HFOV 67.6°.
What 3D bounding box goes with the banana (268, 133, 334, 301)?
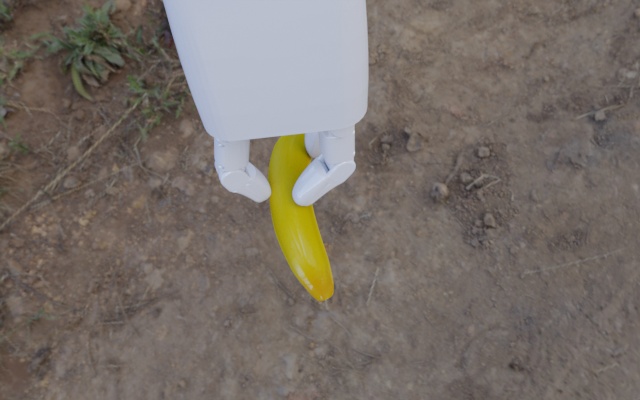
[{"bbox_3d":[-0.016,-0.007,0.430,0.069,0.197,0.037,21,-43,-22],"label":"banana"}]
